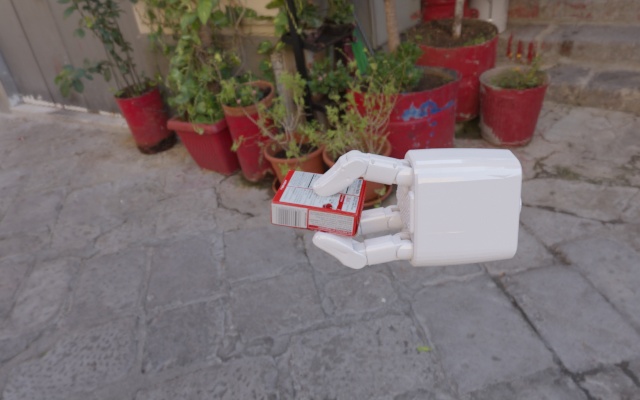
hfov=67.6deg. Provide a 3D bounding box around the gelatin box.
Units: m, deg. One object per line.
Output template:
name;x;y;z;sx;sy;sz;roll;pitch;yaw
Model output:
gelatin box;0.000;0.001;0.498;0.089;0.030;0.073;9;32;7
